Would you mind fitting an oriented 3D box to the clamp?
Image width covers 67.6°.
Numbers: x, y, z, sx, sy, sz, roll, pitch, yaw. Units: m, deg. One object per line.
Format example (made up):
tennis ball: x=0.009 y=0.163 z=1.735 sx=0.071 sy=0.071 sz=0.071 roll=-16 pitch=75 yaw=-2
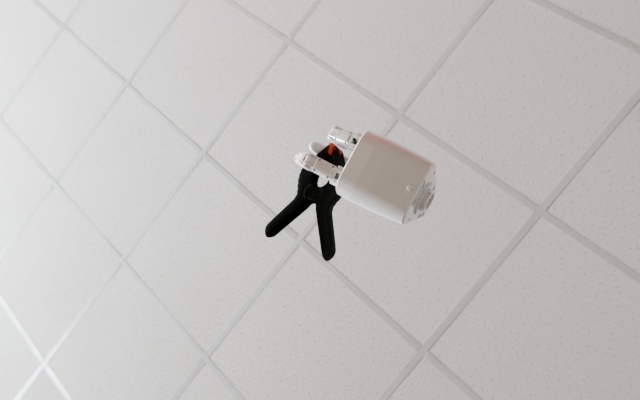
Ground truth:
clamp: x=0.000 y=0.002 z=0.704 sx=0.120 sy=0.171 sz=0.039 roll=28 pitch=0 yaw=23
